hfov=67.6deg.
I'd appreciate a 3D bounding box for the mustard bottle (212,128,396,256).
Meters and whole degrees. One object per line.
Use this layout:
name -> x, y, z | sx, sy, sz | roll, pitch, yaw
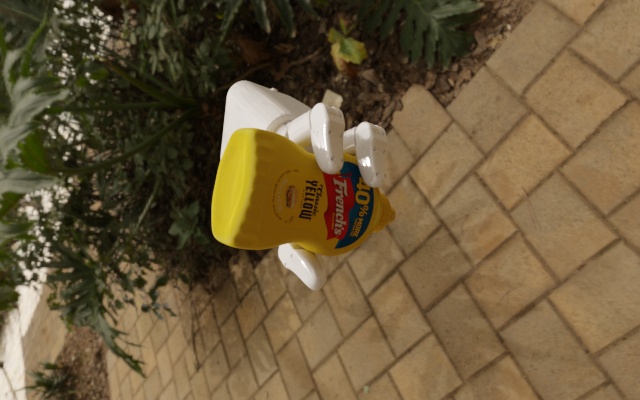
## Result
mustard bottle -> 0.000, 0.001, 0.435 | 0.191, 0.096, 0.058 | 11, -1, -41
